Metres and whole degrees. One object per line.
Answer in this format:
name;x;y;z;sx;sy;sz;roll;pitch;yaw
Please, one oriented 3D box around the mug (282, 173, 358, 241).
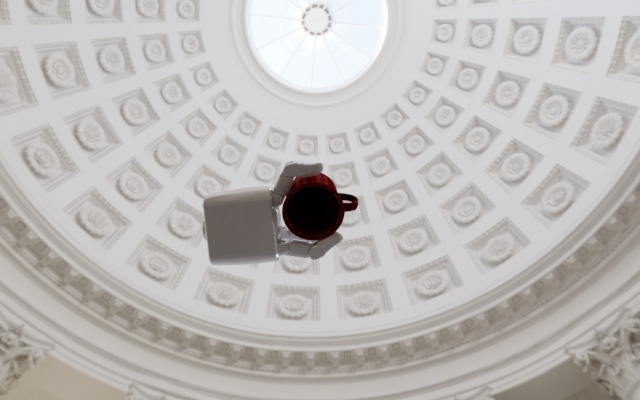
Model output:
mug;0.002;0.002;0.740;0.117;0.093;0.081;-4;21;-1
